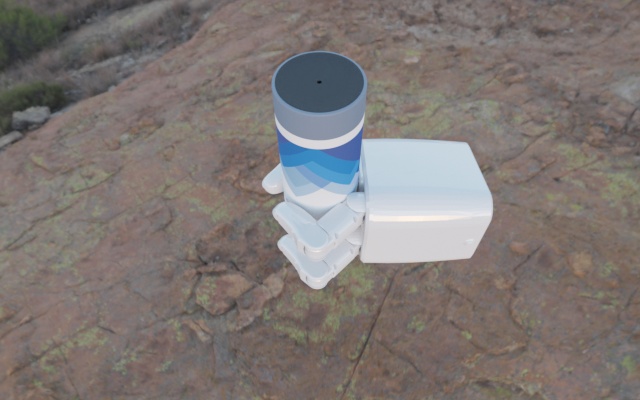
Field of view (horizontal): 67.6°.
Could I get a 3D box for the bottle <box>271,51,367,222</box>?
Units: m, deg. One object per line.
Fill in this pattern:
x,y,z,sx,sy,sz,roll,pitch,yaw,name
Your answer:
0.000,0.001,0.450,0.069,0.069,0.296,0,-35,0,bottle
